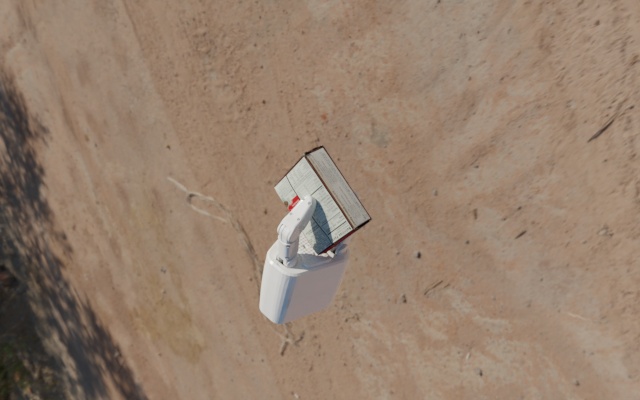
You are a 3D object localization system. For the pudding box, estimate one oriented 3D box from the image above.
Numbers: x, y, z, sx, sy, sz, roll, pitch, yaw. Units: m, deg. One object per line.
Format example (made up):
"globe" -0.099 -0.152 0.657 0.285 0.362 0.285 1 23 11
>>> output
"pudding box" 0.000 0.002 0.600 0.039 0.113 0.090 -30 -7 -41
